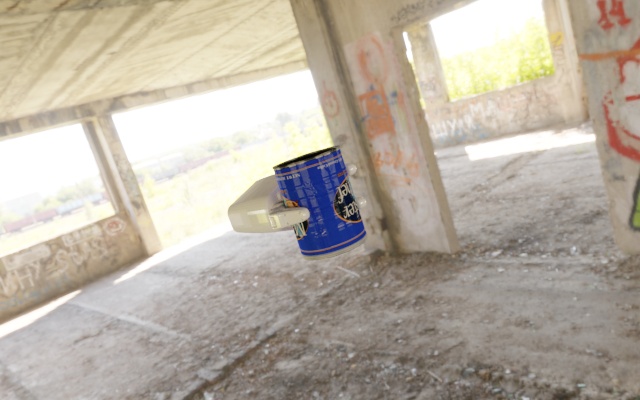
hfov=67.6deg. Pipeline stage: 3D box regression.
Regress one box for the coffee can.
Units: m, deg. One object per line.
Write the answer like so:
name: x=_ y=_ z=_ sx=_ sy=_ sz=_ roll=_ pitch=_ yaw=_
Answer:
coffee can: x=0.000 y=0.002 z=0.694 sx=0.103 sy=0.140 sz=0.103 roll=-17 pitch=10 yaw=3
